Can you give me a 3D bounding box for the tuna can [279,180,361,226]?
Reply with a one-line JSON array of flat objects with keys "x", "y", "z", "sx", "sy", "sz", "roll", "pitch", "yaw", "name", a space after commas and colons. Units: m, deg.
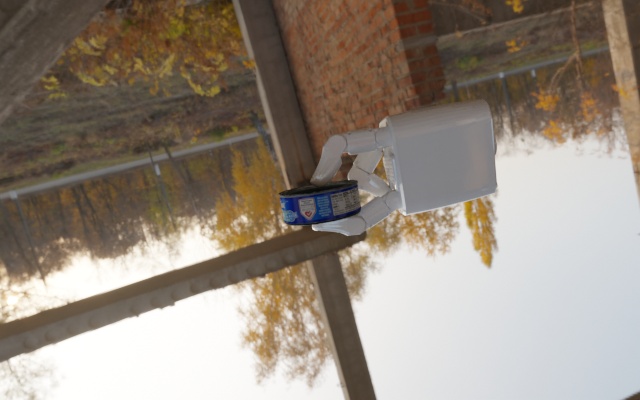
[{"x": 0.000, "y": 0.002, "z": 0.512, "sx": 0.086, "sy": 0.034, "sz": 0.086, "roll": -9, "pitch": 7, "yaw": 1, "name": "tuna can"}]
